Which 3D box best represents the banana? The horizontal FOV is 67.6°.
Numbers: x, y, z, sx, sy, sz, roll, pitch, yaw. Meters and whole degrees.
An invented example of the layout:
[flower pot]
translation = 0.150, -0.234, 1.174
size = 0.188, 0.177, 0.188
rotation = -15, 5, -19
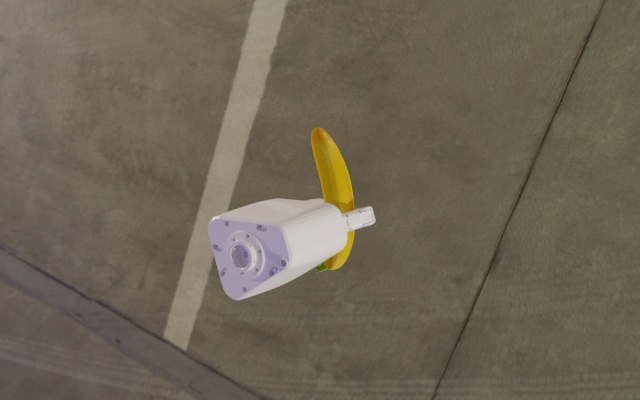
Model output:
[banana]
translation = 0.014, 0.008, 0.608
size = 0.069, 0.198, 0.037
rotation = 12, 19, 40
